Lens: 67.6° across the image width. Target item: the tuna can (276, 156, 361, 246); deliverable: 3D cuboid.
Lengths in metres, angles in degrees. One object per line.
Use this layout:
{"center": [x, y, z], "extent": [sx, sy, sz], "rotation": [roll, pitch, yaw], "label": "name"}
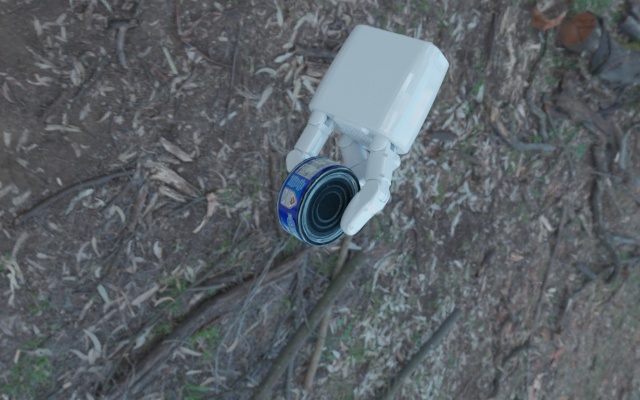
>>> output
{"center": [0.000, 0.002, 0.473], "extent": [0.086, 0.086, 0.033], "rotation": [0, 21, -45], "label": "tuna can"}
